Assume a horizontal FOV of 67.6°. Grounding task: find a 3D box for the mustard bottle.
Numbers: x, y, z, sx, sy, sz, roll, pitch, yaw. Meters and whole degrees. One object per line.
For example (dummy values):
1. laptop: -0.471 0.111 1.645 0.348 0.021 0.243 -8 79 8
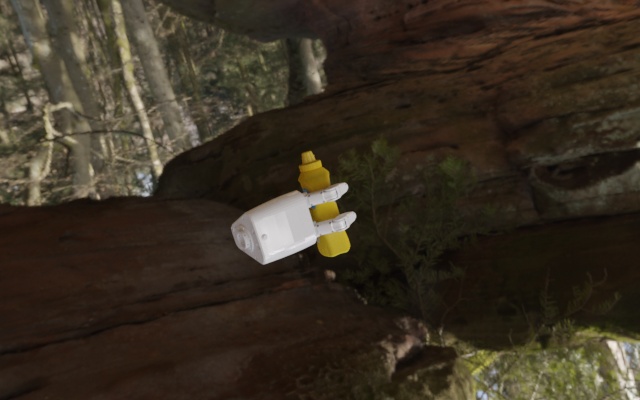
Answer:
1. mustard bottle: 0.001 0.003 0.881 0.058 0.191 0.096 -18 9 -7
